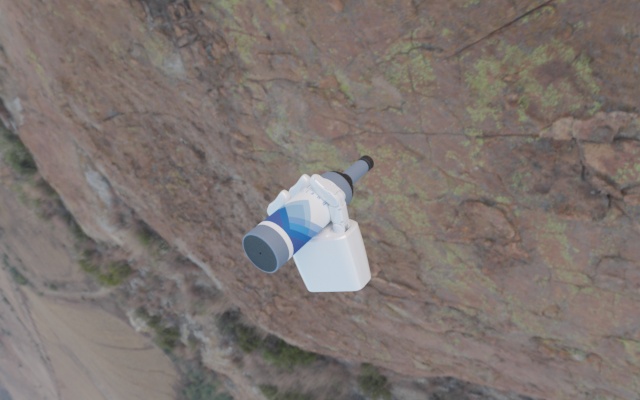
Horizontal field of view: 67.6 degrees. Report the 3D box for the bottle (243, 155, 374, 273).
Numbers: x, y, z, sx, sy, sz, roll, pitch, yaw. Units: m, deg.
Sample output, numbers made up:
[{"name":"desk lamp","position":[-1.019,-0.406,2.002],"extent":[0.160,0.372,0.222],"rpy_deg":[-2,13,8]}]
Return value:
[{"name":"bottle","position":[0.000,0.003,0.762],"extent":[0.069,0.069,0.295],"rpy_deg":[0,29,41]}]
